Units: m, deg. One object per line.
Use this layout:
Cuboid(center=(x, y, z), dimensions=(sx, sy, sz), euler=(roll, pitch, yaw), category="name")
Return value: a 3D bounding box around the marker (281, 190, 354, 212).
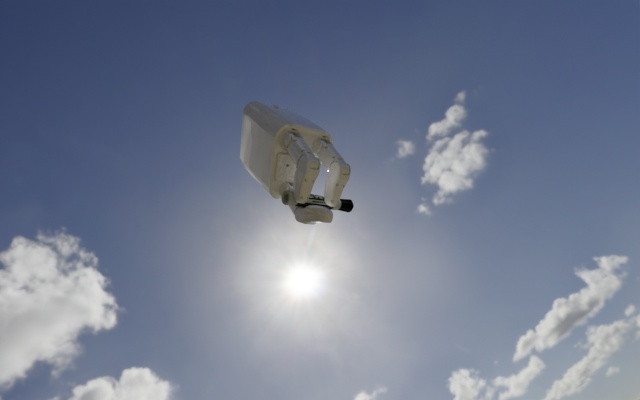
Cuboid(center=(0.000, 0.002, 0.645), dimensions=(0.121, 0.020, 0.020), euler=(7, -5, -42), category="marker")
